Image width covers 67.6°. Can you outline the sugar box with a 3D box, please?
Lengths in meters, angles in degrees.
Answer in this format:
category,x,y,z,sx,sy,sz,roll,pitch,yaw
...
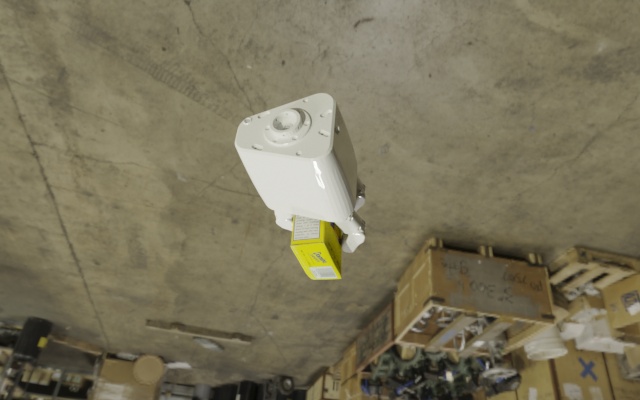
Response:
category,x,y,z,sx,sy,sz,roll,pitch,yaw
sugar box,0.001,0.002,0.605,0.048,0.176,0.093,-4,-35,14
